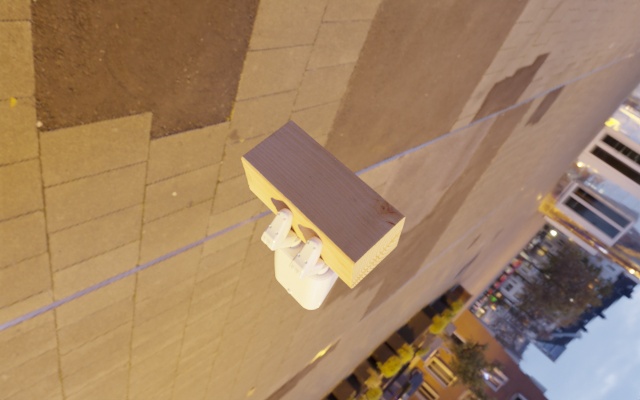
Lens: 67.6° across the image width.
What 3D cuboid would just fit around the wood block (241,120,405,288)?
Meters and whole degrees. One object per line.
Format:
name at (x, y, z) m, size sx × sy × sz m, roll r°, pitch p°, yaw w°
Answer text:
wood block at (0.000, 0.002, 0.630) m, size 0.091 × 0.206 × 0.090 m, roll -40°, pitch -23°, yaw -19°
